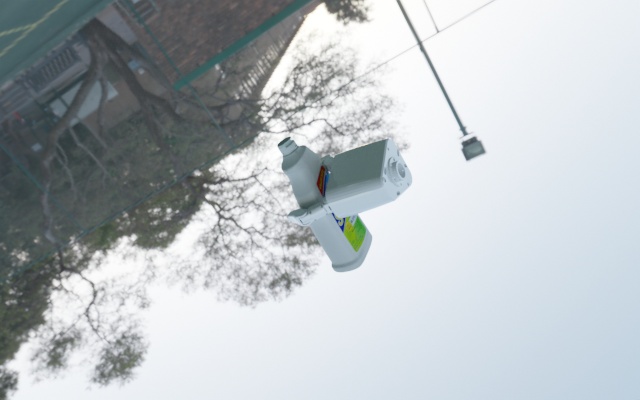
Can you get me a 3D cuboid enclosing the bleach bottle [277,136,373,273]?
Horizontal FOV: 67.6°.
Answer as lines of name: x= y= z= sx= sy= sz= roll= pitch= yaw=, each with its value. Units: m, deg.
bleach bottle: x=0.000 y=0.003 z=0.837 sx=0.068 sy=0.251 sz=0.102 roll=-17 pitch=28 yaw=36
